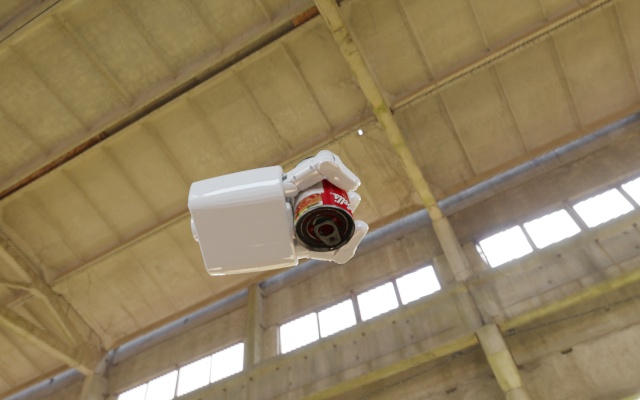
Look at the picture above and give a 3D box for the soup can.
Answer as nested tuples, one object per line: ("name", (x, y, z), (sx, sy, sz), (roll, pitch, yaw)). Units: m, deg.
("soup can", (0.001, 0.001, 0.562), (0.068, 0.069, 0.102), (0, 38, -7))
